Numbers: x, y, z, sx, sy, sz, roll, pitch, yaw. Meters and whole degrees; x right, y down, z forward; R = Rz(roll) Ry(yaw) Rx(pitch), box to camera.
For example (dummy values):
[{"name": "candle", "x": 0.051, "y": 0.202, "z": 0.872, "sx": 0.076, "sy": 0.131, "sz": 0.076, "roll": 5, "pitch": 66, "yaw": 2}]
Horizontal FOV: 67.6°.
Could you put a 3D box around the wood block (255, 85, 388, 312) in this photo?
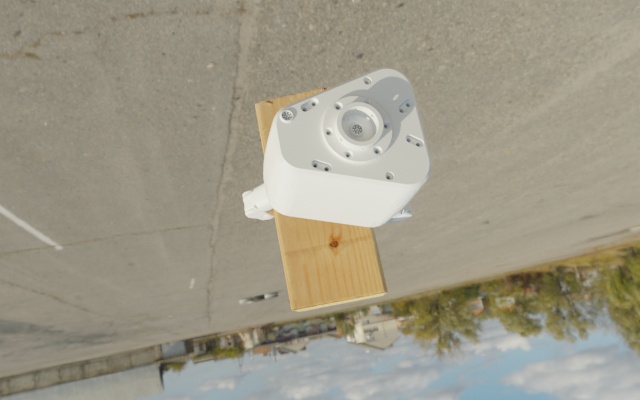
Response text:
[{"name": "wood block", "x": 0.000, "y": 0.002, "z": 0.489, "sx": 0.091, "sy": 0.206, "sz": 0.090, "roll": -11, "pitch": -14, "yaw": 1}]
